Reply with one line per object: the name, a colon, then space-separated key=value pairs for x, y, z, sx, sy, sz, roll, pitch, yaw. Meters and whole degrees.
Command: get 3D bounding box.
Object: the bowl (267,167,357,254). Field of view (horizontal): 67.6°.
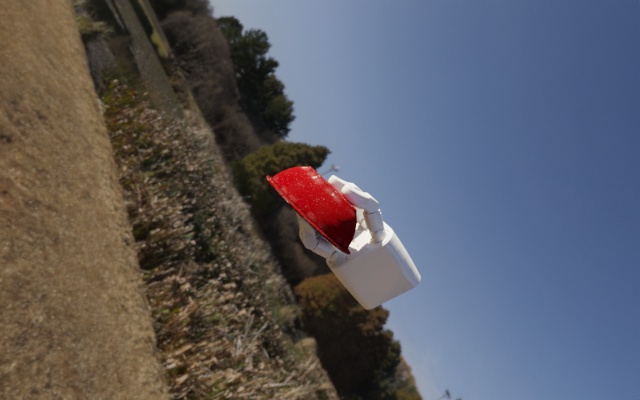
bowl: x=0.000 y=0.001 z=0.680 sx=0.162 sy=0.055 sz=0.162 roll=43 pitch=3 yaw=-3
